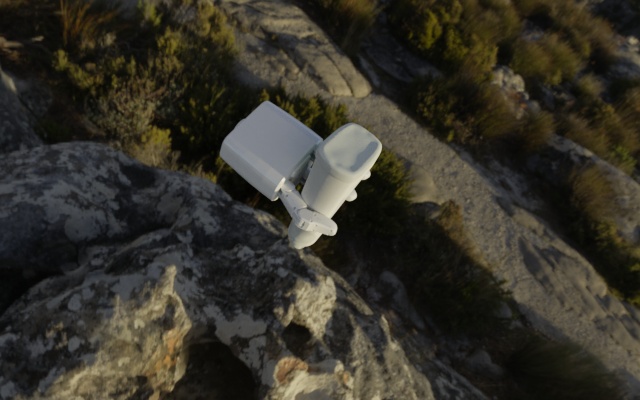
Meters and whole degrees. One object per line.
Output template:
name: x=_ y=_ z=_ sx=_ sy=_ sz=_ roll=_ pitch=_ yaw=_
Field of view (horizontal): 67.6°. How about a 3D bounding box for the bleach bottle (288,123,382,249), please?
bleach bottle: x=0.000 y=0.002 z=0.709 sx=0.102 sy=0.068 sz=0.251 roll=-46 pitch=-9 yaw=-41
